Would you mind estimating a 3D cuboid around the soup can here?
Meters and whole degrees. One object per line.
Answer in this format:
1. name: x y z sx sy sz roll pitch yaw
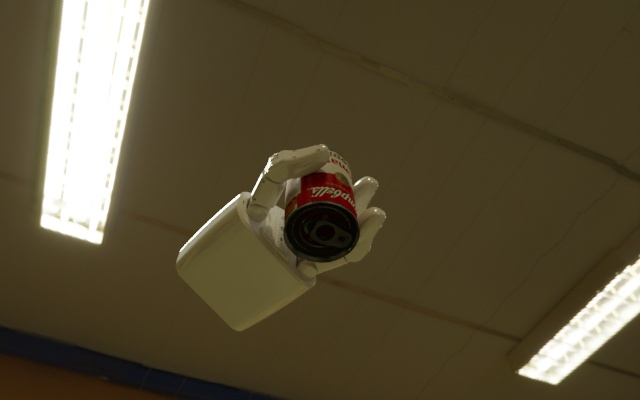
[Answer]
1. soup can: 0.000 0.001 0.462 0.068 0.068 0.102 0 34 -1
